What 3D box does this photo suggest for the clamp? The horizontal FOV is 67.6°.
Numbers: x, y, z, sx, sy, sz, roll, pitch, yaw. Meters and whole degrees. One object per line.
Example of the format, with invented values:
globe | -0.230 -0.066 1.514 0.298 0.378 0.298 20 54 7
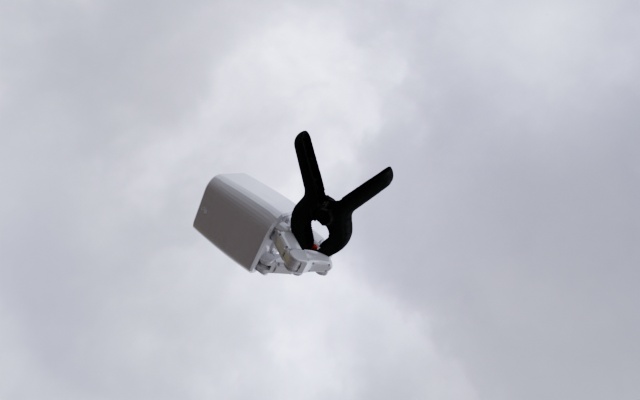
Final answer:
clamp | 0.000 0.002 0.575 0.120 0.171 0.039 35 30 12
